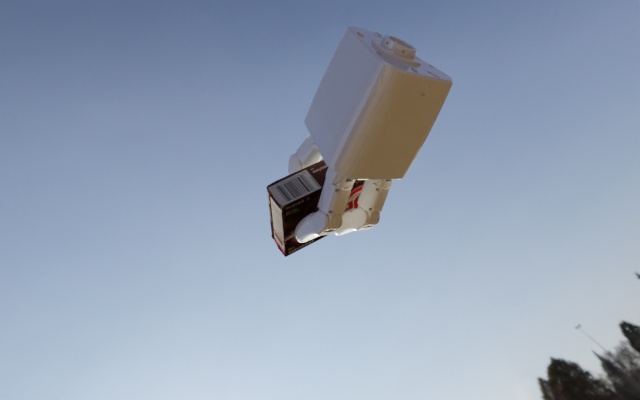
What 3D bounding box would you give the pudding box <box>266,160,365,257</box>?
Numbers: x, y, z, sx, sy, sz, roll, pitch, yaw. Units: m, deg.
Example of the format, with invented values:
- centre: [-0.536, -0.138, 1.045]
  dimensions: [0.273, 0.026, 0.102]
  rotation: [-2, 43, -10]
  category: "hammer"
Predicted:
- centre: [0.000, 0.002, 0.517]
  dimensions: [0.113, 0.039, 0.090]
  rotation: [-24, -36, -19]
  category: "pudding box"
